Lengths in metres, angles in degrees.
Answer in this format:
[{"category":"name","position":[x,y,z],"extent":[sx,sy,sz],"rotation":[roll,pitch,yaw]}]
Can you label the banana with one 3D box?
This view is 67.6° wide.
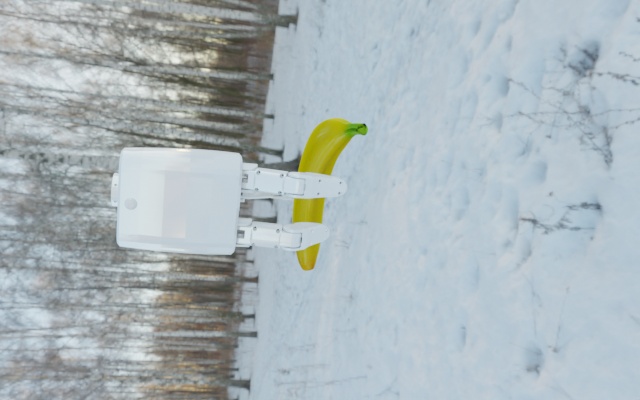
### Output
[{"category":"banana","position":[-0.004,-0.013,0.513],"extent":[0.037,0.198,0.069],"rotation":[2,39,-21]}]
